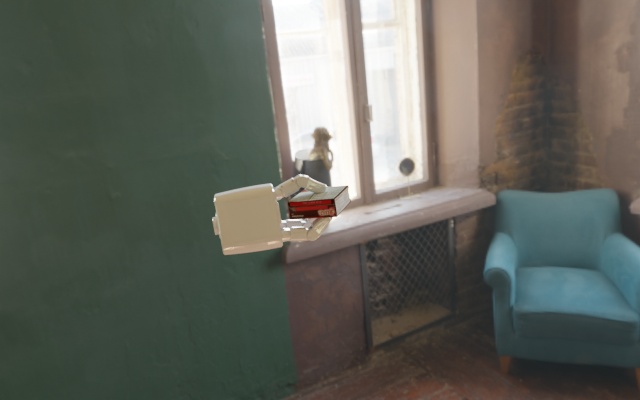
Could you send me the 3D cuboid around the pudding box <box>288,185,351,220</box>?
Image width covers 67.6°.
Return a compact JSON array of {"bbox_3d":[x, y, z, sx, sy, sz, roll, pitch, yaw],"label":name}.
[{"bbox_3d":[0.000,0.003,0.885,0.090,0.039,0.113,-3,15,18],"label":"pudding box"}]
